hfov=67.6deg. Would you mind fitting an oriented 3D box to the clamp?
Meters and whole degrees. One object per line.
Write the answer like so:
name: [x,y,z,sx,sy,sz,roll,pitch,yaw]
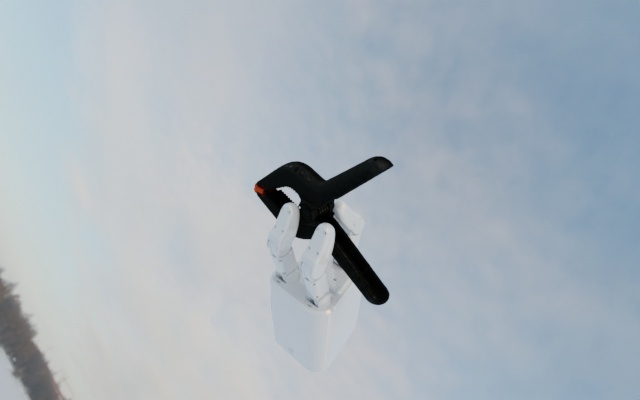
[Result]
clamp: [0.000,0.001,0.529,0.036,0.165,0.210,-23,39,-38]
